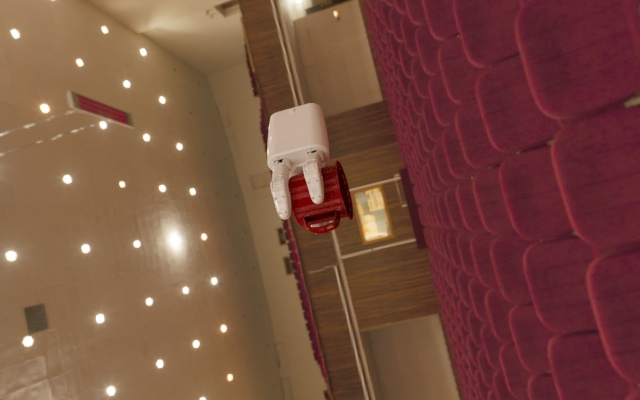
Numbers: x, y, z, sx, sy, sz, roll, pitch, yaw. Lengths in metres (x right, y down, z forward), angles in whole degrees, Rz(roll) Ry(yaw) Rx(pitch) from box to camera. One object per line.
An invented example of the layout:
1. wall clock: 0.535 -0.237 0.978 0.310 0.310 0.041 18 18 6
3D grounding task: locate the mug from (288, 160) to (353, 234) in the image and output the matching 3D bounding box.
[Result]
1. mug: 0.000 0.004 0.729 0.081 0.117 0.093 -13 -40 11
